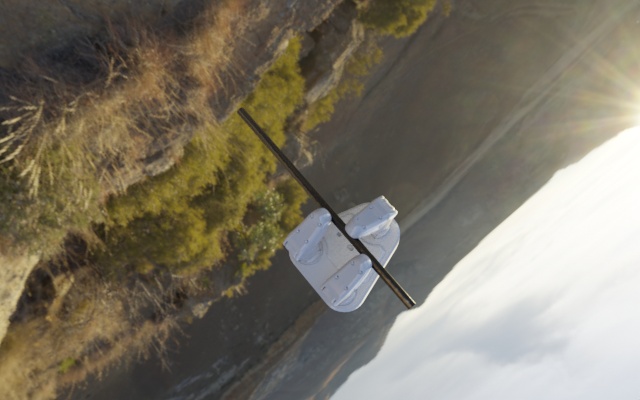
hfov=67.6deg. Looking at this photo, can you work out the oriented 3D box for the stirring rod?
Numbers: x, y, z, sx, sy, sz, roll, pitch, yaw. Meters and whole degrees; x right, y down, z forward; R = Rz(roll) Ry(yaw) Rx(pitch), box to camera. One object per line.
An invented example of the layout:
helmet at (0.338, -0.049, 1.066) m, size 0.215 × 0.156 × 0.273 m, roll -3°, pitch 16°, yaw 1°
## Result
stirring rod at (0.000, 0.001, 0.430) m, size 0.011 × 0.239 × 0.011 m, roll -38°, pitch -14°, yaw -11°
